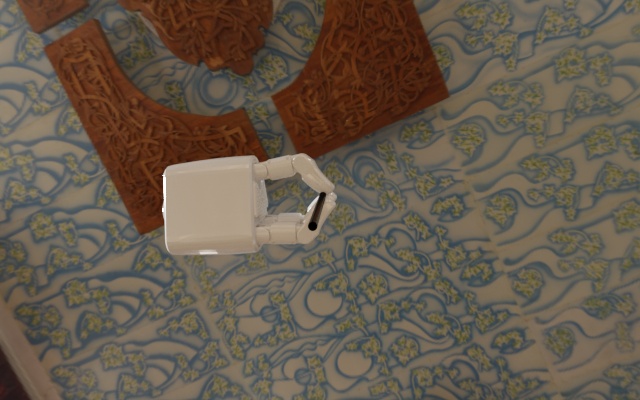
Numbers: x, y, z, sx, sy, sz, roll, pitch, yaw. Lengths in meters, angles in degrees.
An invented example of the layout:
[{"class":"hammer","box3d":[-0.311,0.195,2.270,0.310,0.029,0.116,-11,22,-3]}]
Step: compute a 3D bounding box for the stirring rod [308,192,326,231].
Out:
[{"class":"stirring rod","box3d":[0.000,0.002,0.513,0.011,0.011,0.239,0,9,3]}]
